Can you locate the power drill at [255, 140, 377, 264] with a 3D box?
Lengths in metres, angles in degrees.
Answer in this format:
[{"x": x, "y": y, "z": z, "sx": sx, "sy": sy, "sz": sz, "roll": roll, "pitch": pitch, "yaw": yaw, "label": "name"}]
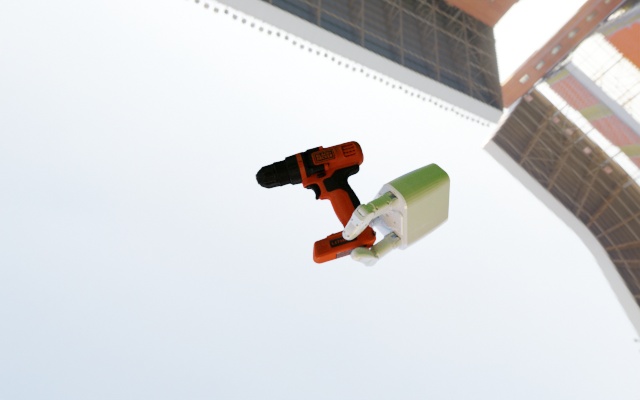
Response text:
[{"x": 0.001, "y": 0.003, "z": 0.773, "sx": 0.184, "sy": 0.187, "sz": 0.057, "roll": -16, "pitch": -18, "yaw": -1, "label": "power drill"}]
